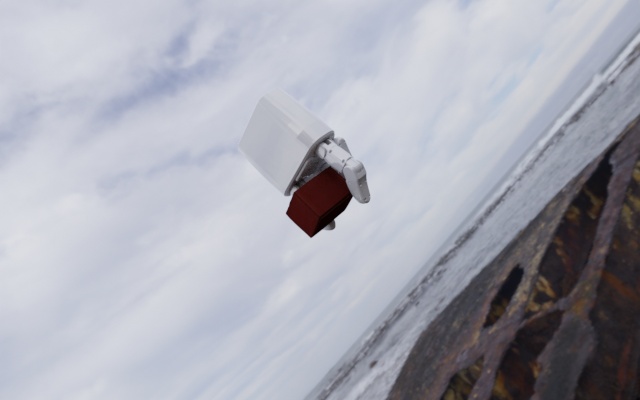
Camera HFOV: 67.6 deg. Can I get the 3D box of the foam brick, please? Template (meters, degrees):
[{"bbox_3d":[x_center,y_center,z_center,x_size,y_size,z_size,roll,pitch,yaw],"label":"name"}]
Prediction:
[{"bbox_3d":[0.000,0.002,0.644,0.078,0.051,0.053,-38,-16,-36],"label":"foam brick"}]
